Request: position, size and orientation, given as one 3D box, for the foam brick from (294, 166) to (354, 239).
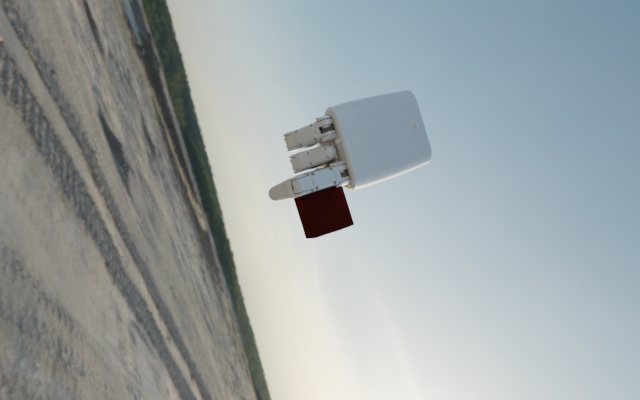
[{"bbox_3d":[0.000,0.002,0.575,0.051,0.078,0.053,-17,1,-15],"label":"foam brick"}]
